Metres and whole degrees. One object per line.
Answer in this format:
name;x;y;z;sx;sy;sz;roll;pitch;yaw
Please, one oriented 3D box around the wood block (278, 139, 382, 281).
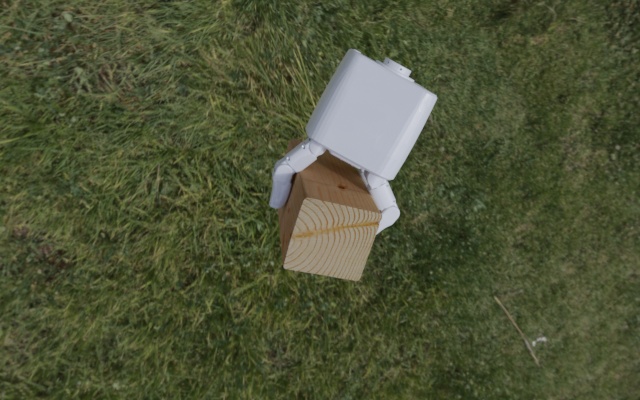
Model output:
wood block;0.000;0.002;0.605;0.091;0.090;0.206;12;22;-13
